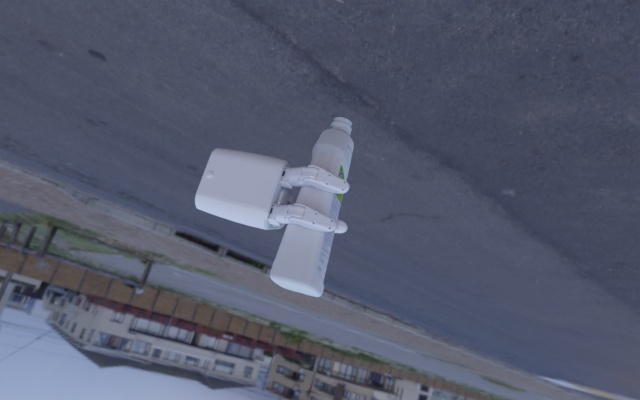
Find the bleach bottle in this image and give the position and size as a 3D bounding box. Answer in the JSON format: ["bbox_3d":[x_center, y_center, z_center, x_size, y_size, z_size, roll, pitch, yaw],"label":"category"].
[{"bbox_3d":[0.000,0.002,0.675,0.068,0.250,0.103,13,-17,12],"label":"bleach bottle"}]
